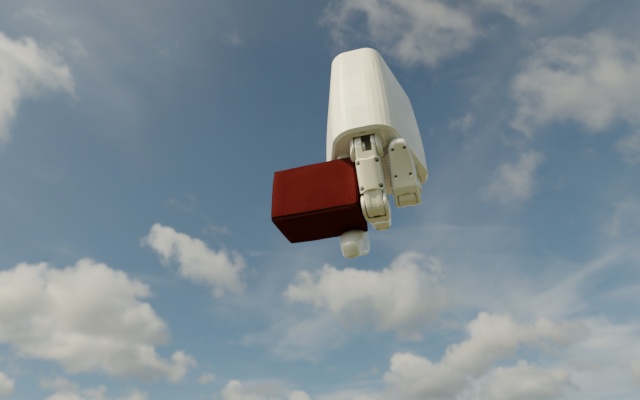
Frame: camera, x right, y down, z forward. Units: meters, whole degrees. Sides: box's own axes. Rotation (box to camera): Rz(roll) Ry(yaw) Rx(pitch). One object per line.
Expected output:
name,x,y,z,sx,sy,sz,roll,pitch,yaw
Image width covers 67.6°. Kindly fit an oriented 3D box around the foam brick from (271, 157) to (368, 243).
foam brick,0.000,0.002,0.437,0.078,0.051,0.053,-10,-31,11
